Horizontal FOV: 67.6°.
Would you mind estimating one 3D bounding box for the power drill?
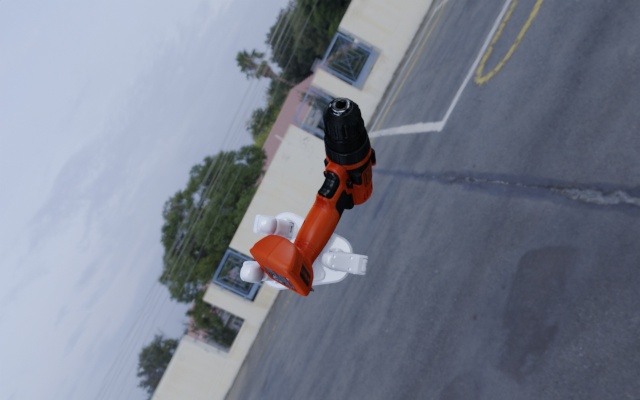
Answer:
[{"bbox_3d":[0.000,0.002,0.530,0.057,0.187,0.184,25,-21,23],"label":"power drill"}]
